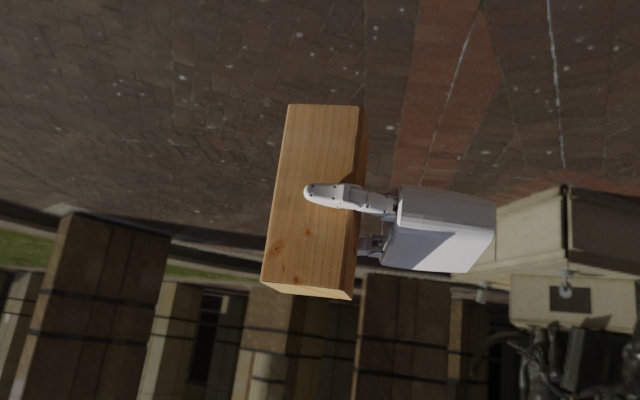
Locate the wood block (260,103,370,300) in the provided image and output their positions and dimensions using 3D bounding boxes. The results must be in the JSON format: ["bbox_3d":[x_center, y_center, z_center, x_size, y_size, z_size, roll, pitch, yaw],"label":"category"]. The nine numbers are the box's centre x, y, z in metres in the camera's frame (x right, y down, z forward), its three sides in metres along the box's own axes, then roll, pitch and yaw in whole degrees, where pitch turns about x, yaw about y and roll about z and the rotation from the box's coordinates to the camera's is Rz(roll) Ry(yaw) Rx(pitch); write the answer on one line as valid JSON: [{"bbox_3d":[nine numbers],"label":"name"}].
[{"bbox_3d":[0.000,0.002,0.551,0.090,0.206,0.091,4,-17,11],"label":"wood block"}]
